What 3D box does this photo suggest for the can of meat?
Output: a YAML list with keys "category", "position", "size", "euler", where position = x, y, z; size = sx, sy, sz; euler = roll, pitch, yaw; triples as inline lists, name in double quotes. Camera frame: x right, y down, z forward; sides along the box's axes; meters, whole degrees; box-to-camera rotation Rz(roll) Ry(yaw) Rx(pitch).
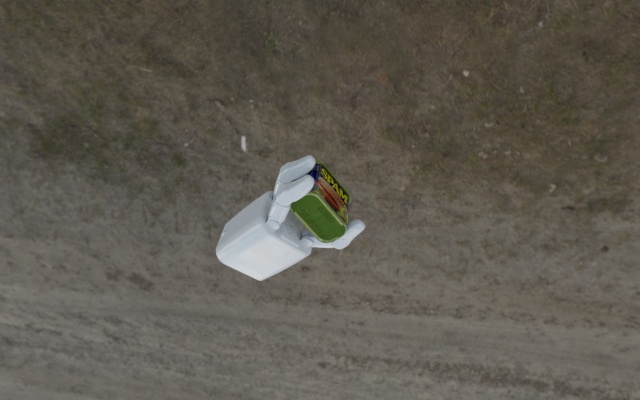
- category: "can of meat"
  position: [0.000, 0.003, 0.725]
  size: [0.057, 0.102, 0.084]
  euler: [-29, 28, 24]
